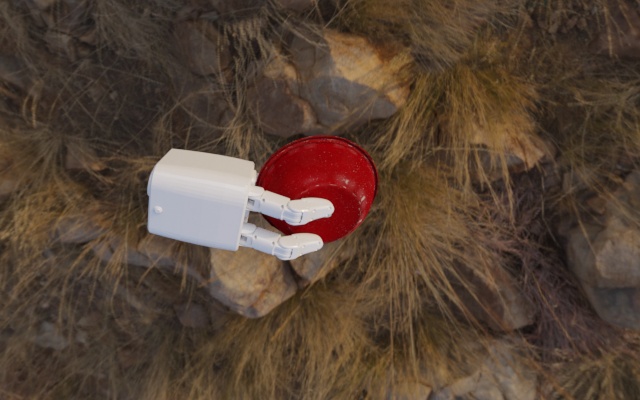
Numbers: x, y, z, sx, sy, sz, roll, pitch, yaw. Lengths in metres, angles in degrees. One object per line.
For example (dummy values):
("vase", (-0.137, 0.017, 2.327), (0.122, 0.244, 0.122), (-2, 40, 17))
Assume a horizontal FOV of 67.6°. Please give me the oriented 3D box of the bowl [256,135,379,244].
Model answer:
("bowl", (0.001, 0.002, 0.597), (0.162, 0.162, 0.055), (0, 37, -11))
